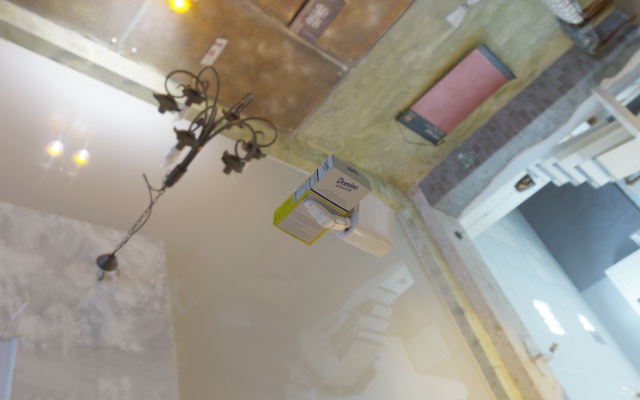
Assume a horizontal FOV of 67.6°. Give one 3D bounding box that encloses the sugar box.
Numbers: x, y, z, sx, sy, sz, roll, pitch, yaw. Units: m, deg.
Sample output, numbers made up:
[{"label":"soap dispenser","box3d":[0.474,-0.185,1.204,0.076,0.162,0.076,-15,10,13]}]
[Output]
[{"label":"sugar box","box3d":[0.000,0.003,0.882,0.093,0.048,0.176,32,-61,-27]}]
